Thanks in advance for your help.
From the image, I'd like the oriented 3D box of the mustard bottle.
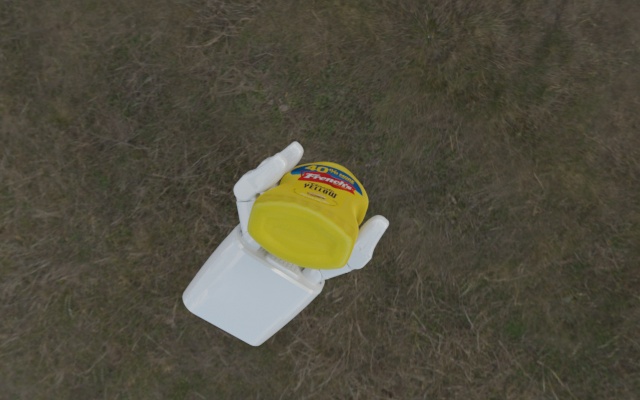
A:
[{"bbox_3d":[0.000,0.001,0.496,0.096,0.058,0.191,19,21,6],"label":"mustard bottle"}]
